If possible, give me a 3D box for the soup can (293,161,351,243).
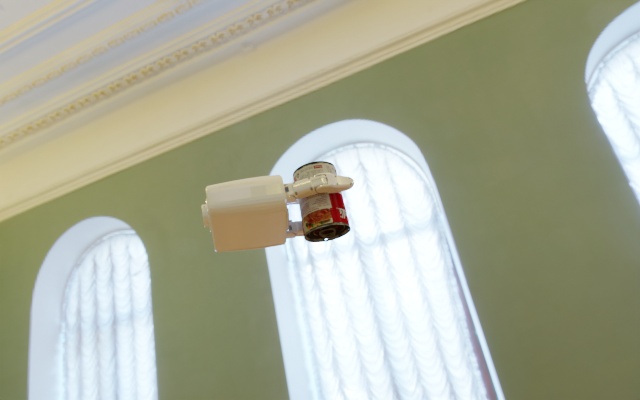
[{"bbox_3d":[0.001,0.002,0.698,0.068,0.102,0.068,-11,-23,-5],"label":"soup can"}]
